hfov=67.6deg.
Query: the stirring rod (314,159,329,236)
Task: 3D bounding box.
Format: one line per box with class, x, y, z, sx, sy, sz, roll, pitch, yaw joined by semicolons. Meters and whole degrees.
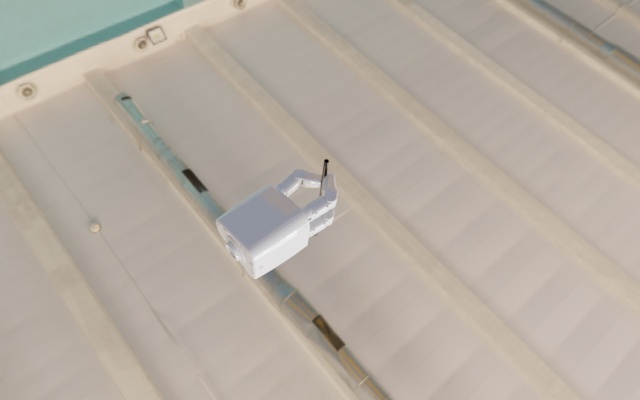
stirring rod;0.000;0.003;0.849;0.011;0.011;0.240;0;-32;-5
